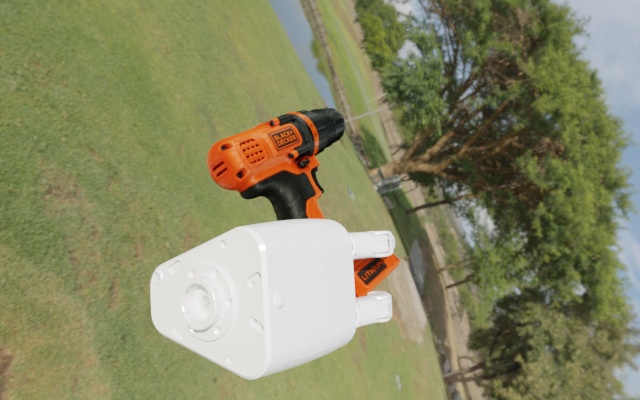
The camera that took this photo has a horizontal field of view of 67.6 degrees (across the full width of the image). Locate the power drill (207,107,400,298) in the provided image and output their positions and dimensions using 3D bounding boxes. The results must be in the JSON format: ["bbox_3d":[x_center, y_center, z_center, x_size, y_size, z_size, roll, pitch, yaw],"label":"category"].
[{"bbox_3d":[0.000,0.002,0.467,0.057,0.187,0.184,-32,-1,43],"label":"power drill"}]
